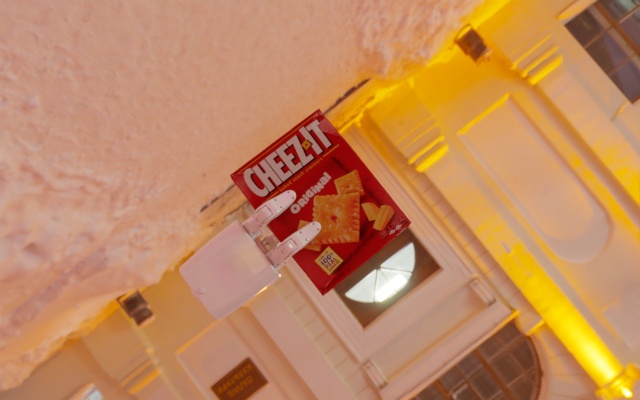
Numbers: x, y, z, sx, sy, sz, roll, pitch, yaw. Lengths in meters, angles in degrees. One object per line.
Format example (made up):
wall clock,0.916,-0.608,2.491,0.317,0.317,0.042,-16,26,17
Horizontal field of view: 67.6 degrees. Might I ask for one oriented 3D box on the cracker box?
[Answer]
cracker box,0.000,0.002,0.690,0.164,0.213,0.072,-38,-4,-6
